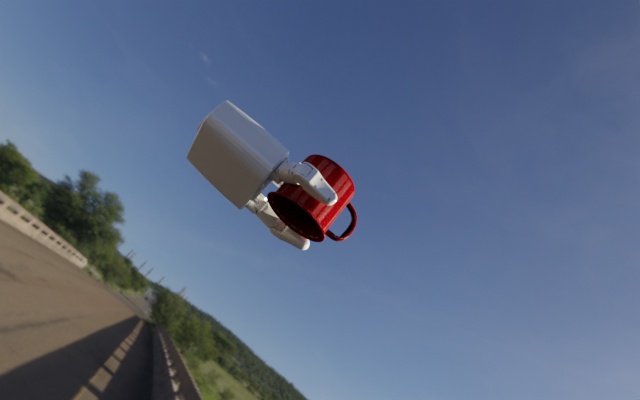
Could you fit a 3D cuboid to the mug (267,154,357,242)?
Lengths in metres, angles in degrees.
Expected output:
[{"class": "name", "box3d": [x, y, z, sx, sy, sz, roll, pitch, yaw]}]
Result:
[{"class": "mug", "box3d": [0.001, 0.003, 0.627, 0.117, 0.081, 0.093, 42, -23, -4]}]
